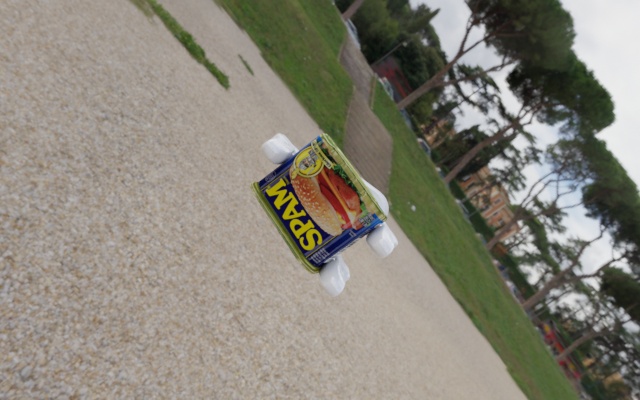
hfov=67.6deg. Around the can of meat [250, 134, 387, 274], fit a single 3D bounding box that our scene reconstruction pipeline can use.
[{"bbox_3d":[0.000,0.001,0.437,0.084,0.102,0.057,-37,-13,8],"label":"can of meat"}]
